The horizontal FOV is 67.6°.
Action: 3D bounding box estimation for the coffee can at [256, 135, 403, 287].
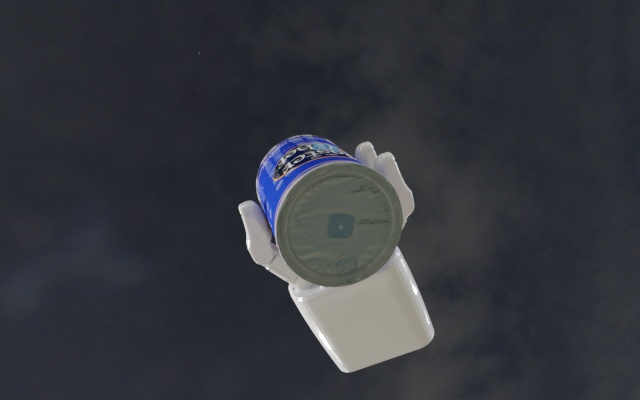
[{"bbox_3d":[0.000,0.001,0.433,0.103,0.103,0.140,0,16,-14],"label":"coffee can"}]
